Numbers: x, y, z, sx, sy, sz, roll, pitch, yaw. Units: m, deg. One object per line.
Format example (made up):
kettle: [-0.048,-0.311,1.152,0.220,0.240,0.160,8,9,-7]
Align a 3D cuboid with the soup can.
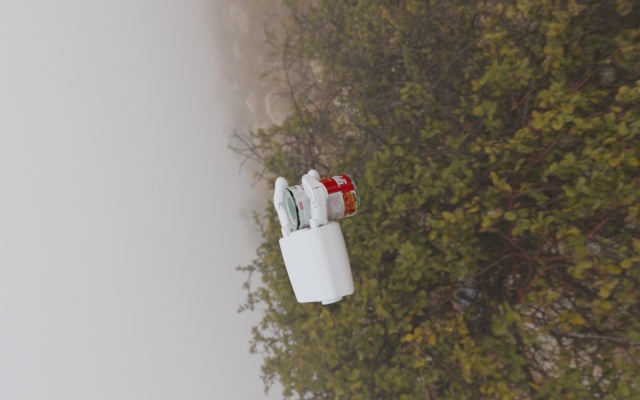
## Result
soup can: [0.000,0.002,0.740,0.102,0.068,0.068,-14,4,-18]
